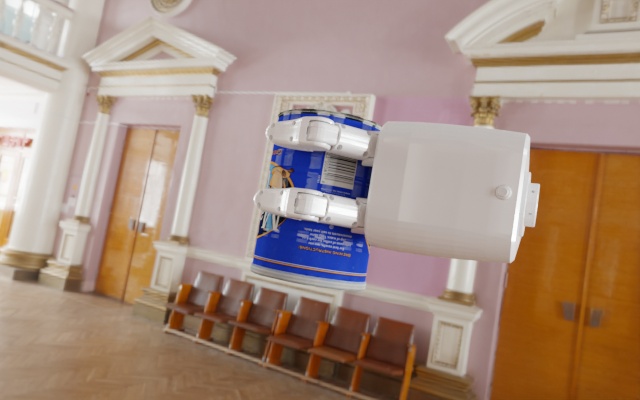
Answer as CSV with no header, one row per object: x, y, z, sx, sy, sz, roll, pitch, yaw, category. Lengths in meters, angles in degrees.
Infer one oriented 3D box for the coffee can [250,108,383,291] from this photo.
0.000,0.002,0.427,0.103,0.140,0.103,9,-5,1,coffee can
